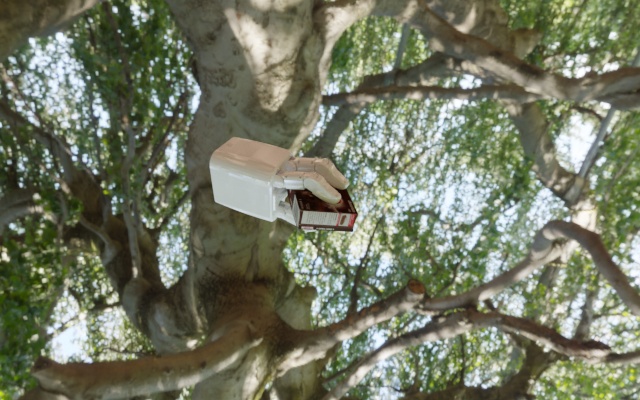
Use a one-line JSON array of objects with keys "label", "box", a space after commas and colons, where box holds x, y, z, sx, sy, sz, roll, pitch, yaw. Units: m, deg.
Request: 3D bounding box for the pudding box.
[{"label": "pudding box", "box": [0.000, 0.003, 0.740, 0.090, 0.039, 0.113, 3, 32, -15]}]
